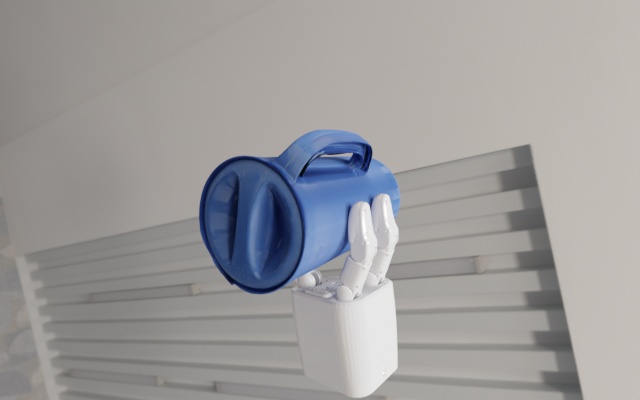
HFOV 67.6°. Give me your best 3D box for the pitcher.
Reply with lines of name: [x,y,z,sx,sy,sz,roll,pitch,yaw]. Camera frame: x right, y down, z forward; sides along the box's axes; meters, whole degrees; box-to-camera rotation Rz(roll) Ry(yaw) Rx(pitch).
pitcher: [0.000,0.002,0.538,0.149,0.145,0.243,-6,4,35]
